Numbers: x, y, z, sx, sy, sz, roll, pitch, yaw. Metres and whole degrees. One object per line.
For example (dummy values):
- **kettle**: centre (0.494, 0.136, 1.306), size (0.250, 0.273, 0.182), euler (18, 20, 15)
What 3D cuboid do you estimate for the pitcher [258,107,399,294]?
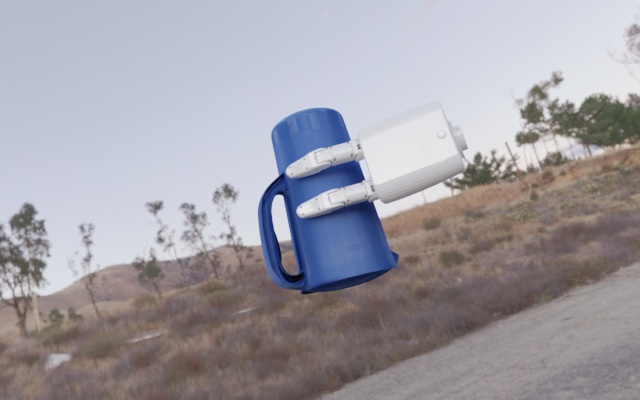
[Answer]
- **pitcher**: centre (0.000, 0.002, 0.655), size (0.145, 0.242, 0.149), euler (-21, -15, 19)
